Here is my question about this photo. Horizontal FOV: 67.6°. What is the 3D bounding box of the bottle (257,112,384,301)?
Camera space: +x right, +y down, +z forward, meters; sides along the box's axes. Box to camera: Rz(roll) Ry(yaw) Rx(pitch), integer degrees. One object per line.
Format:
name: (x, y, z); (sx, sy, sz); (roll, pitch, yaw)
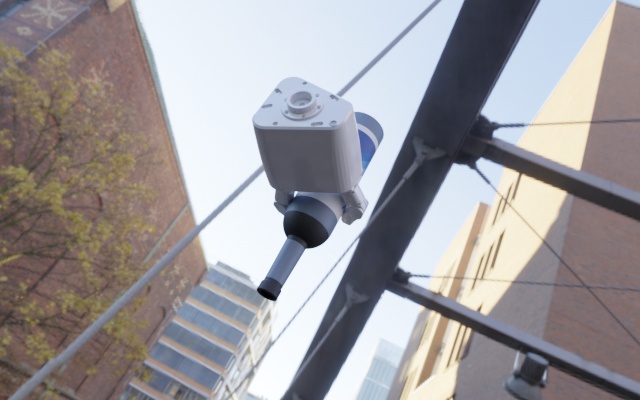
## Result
bottle: (0.000, 0.002, 0.636); (0.069, 0.295, 0.069); (22, -32, 14)
